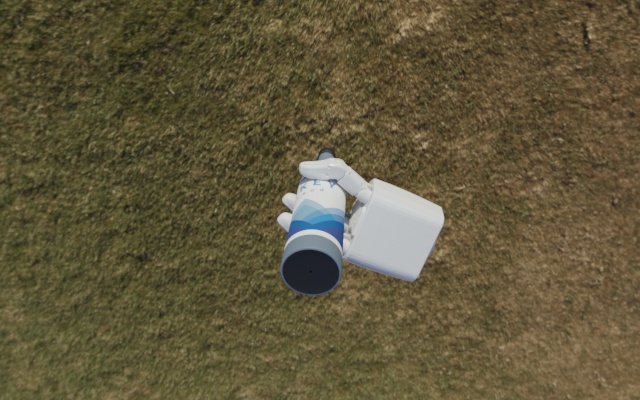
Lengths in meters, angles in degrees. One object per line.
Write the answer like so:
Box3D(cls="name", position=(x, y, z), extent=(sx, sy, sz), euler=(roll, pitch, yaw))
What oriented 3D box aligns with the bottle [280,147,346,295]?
Box3D(cls="bottle", position=(0.000, 0.002, 0.638), extent=(0.069, 0.069, 0.295), euler=(0, 31, 5))
